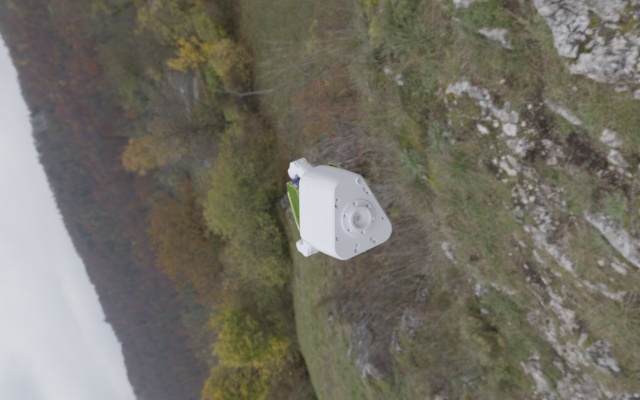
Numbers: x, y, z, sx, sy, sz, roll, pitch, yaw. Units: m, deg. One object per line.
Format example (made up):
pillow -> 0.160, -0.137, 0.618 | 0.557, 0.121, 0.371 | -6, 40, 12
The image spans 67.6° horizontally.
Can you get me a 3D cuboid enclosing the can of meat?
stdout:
can of meat -> 0.000, 0.003, 0.763 | 0.084, 0.102, 0.057 | -23, 21, -20
